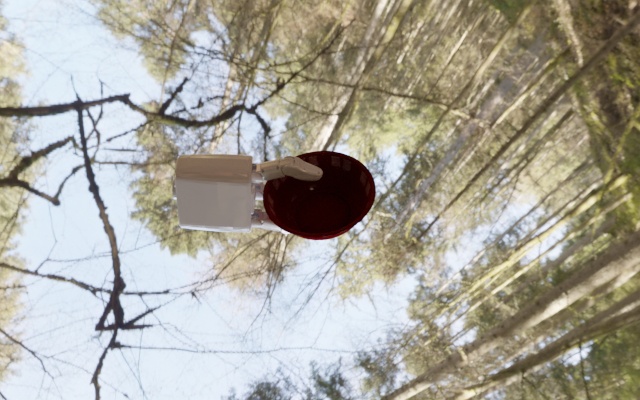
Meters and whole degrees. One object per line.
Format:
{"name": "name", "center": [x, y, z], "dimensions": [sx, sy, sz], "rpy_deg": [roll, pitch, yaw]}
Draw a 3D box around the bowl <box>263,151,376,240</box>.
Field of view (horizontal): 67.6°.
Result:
{"name": "bowl", "center": [0.001, 0.003, 0.695], "dimensions": [0.162, 0.162, 0.055], "rpy_deg": [0, -40, 8]}
